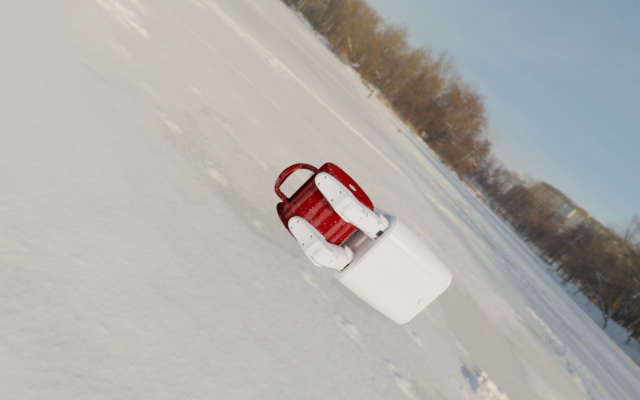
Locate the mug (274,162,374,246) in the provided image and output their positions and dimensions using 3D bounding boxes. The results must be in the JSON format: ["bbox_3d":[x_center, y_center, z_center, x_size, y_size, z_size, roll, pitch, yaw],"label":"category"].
[{"bbox_3d":[-0.001,0.001,0.560,0.117,0.081,0.093,41,14,-18],"label":"mug"}]
